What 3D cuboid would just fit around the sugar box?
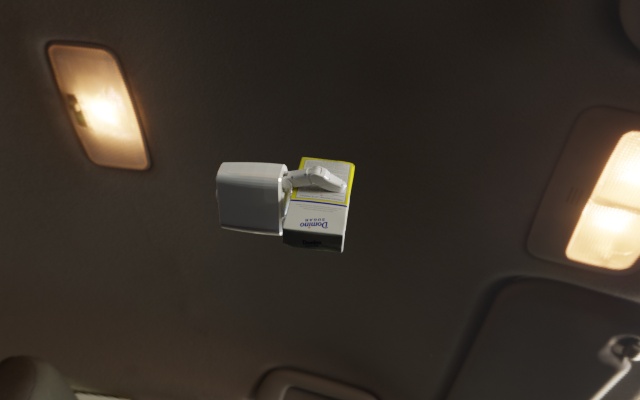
[{"bbox_3d":[0.000,0.003,0.766,0.093,0.048,0.176,7,44,5],"label":"sugar box"}]
